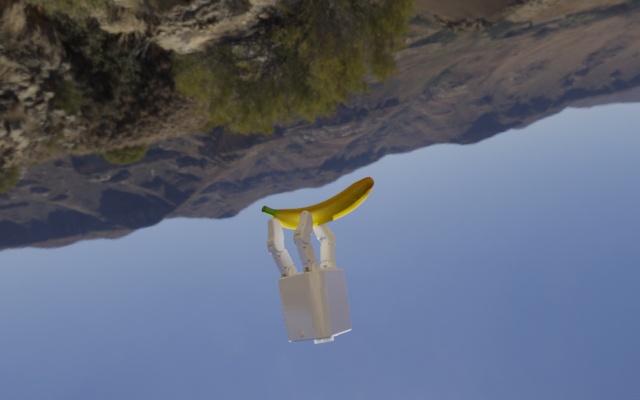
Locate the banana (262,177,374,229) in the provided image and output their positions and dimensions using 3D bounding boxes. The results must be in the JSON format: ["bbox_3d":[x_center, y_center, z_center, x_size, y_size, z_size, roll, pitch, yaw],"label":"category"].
[{"bbox_3d":[0.004,0.012,0.806,0.198,0.037,0.070,-17,-33,14],"label":"banana"}]
